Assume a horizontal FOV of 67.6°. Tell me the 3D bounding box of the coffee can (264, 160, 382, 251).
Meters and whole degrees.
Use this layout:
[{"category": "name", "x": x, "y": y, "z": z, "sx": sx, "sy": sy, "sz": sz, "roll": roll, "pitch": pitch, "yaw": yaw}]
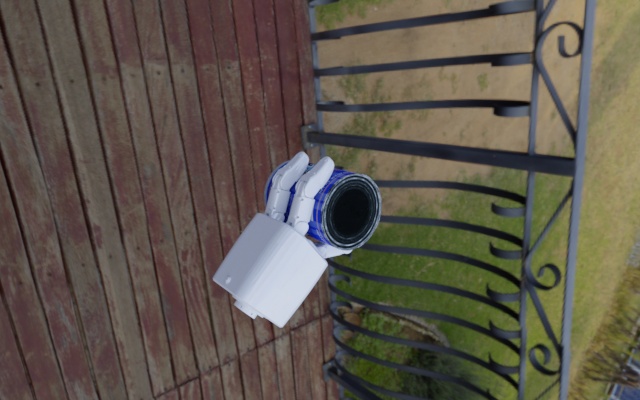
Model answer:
[{"category": "coffee can", "x": 0.000, "y": 0.002, "z": 0.668, "sx": 0.103, "sy": 0.103, "sz": 0.140, "roll": 0, "pitch": 11, "yaw": -38}]
